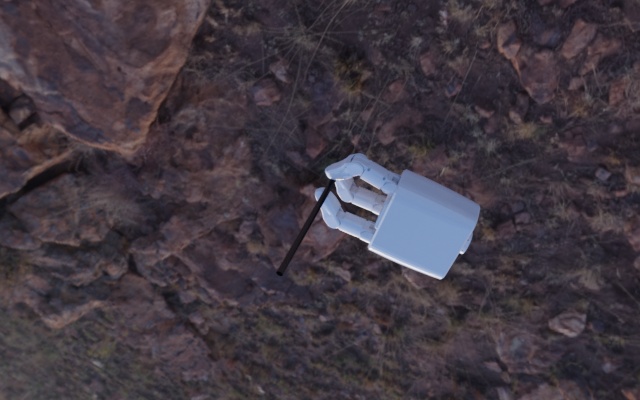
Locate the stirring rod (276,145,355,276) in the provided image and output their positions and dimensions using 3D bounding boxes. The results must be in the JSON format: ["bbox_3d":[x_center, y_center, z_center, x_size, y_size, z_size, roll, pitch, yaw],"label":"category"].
[{"bbox_3d":[0.000,0.002,0.598,0.011,0.011,0.239,0,40,29],"label":"stirring rod"}]
